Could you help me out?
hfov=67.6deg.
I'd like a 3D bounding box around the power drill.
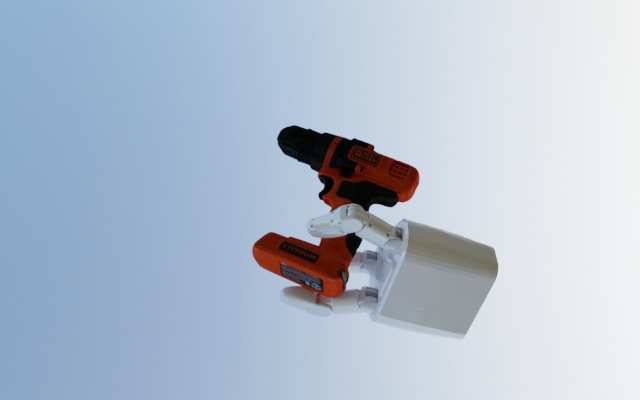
[{"bbox_3d":[0.000,0.002,0.547,0.184,0.187,0.057,21,-29,16],"label":"power drill"}]
